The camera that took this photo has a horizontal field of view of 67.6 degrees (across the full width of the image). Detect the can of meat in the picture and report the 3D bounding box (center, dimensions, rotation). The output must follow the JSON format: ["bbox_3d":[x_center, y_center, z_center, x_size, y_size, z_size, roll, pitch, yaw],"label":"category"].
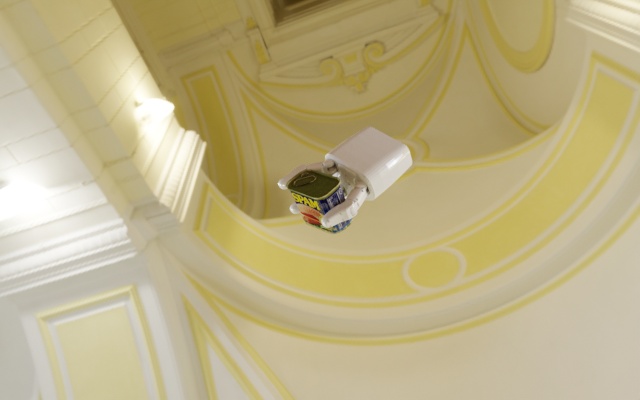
[{"bbox_3d":[0.000,0.003,0.808,0.057,0.084,0.102,-41,37,-25],"label":"can of meat"}]
